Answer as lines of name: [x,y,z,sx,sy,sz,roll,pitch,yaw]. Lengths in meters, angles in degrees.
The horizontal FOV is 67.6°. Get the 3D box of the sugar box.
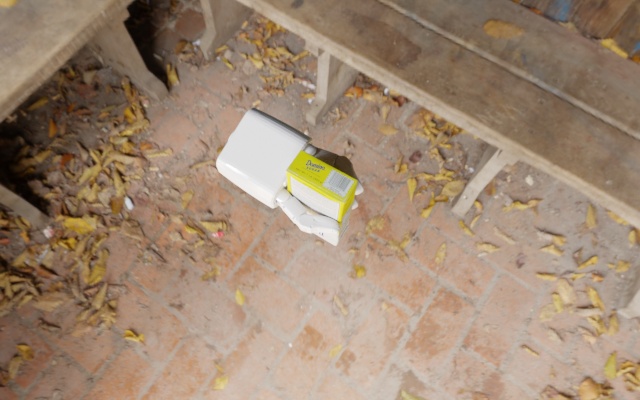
sugar box: [0.000,0.002,0.713,0.093,0.048,0.176,30,-19,10]
